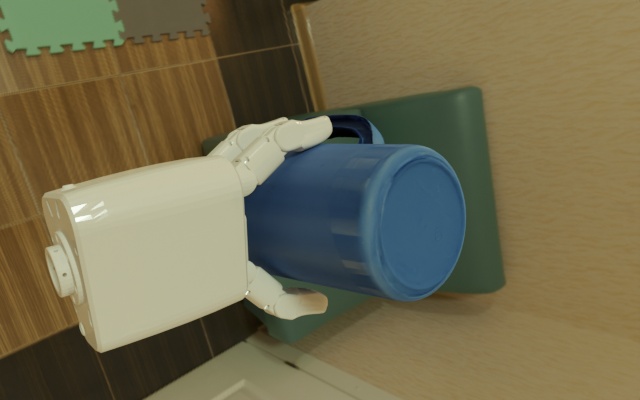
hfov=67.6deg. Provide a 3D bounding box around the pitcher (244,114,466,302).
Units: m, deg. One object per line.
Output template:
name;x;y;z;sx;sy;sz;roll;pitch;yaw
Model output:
pitcher;0.000;0.001;0.416;0.145;0.149;0.243;-15;12;-37
